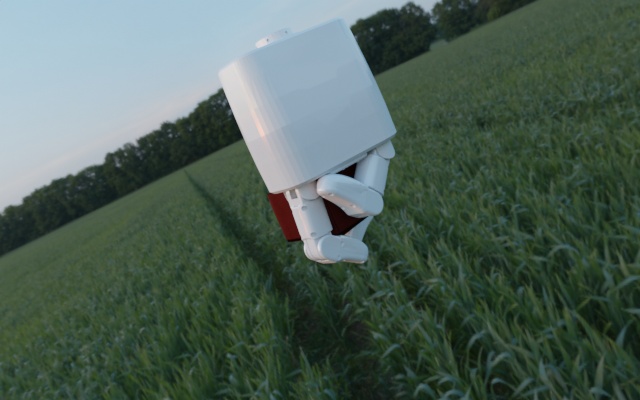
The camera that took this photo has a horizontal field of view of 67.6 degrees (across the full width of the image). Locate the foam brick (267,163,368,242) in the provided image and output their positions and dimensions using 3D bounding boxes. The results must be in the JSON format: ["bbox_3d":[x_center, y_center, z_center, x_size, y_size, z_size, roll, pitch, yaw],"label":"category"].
[{"bbox_3d":[0.000,0.002,0.432,0.053,0.051,0.078,-34,14,-38],"label":"foam brick"}]
